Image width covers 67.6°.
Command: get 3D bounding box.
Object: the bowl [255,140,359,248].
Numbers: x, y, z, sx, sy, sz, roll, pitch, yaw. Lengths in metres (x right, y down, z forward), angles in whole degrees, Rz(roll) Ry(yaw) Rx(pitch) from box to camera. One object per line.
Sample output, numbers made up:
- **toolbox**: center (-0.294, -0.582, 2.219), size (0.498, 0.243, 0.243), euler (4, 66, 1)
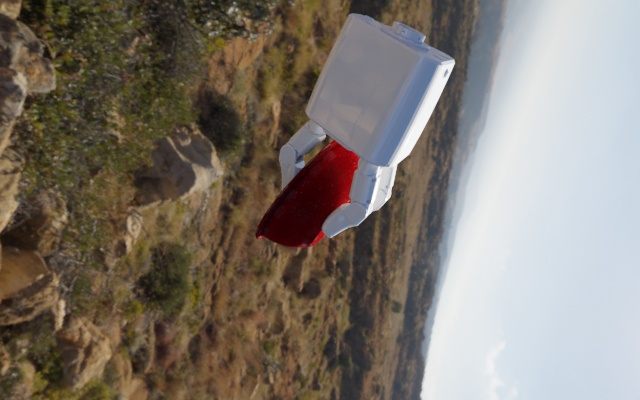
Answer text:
- **bowl**: center (0.000, 0.003, 0.552), size (0.055, 0.162, 0.162), euler (43, 6, 7)
